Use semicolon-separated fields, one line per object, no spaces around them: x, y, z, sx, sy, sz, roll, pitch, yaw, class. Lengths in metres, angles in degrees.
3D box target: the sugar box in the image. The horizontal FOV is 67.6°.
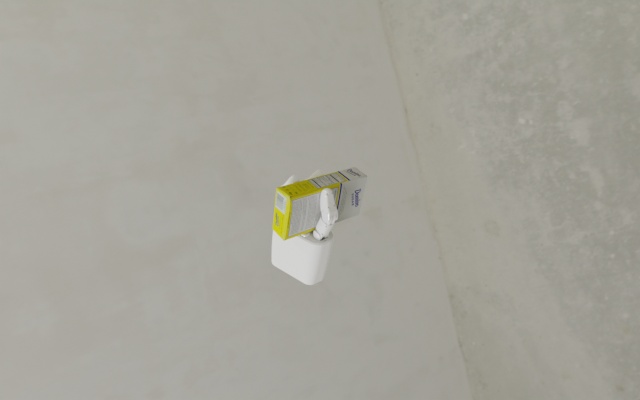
0.000;0.003;0.869;0.176;0.093;0.048;-18;43;-36;sugar box
